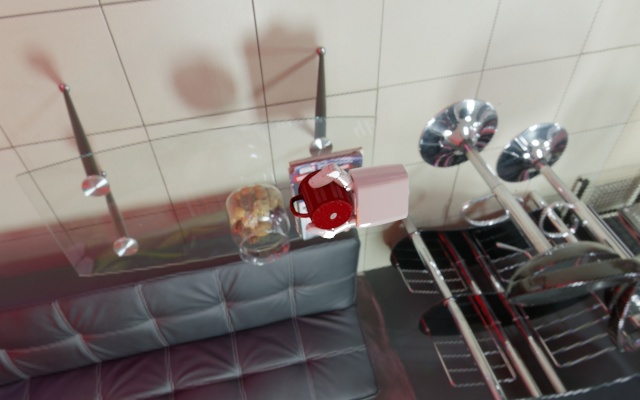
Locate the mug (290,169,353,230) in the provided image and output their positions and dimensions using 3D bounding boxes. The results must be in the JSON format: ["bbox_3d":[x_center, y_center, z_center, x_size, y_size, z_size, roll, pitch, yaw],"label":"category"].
[{"bbox_3d":[-0.001,0.003,0.898,0.117,0.093,0.081,-11,47,-10],"label":"mug"}]
